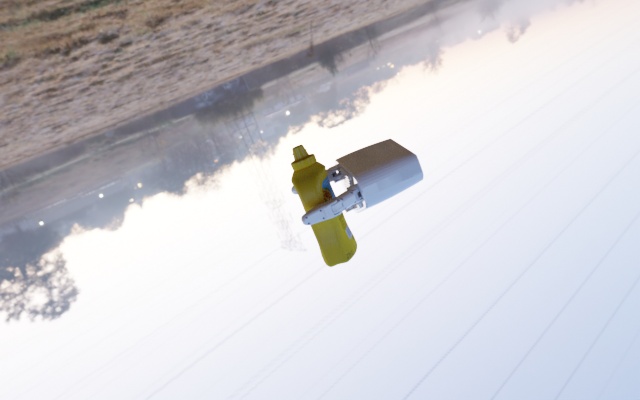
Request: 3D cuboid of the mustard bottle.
[{"bbox_3d":[0.000,0.003,0.755,0.058,0.192,0.096,-18,14,15],"label":"mustard bottle"}]
